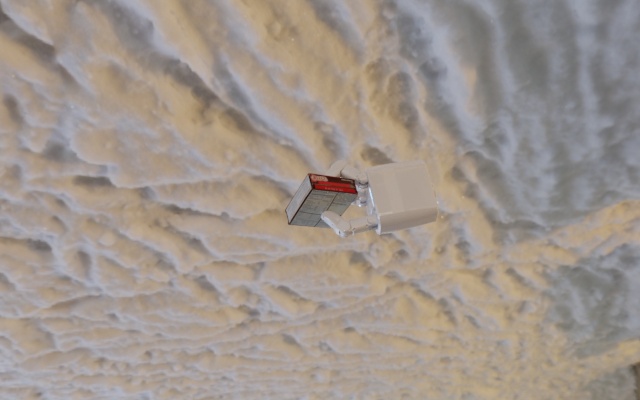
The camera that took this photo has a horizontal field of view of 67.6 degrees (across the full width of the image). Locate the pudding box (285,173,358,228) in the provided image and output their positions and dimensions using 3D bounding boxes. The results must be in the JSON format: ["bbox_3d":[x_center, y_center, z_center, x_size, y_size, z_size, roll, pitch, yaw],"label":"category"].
[{"bbox_3d":[0.000,0.003,0.836,0.090,0.039,0.113,7,-41,-26],"label":"pudding box"}]
